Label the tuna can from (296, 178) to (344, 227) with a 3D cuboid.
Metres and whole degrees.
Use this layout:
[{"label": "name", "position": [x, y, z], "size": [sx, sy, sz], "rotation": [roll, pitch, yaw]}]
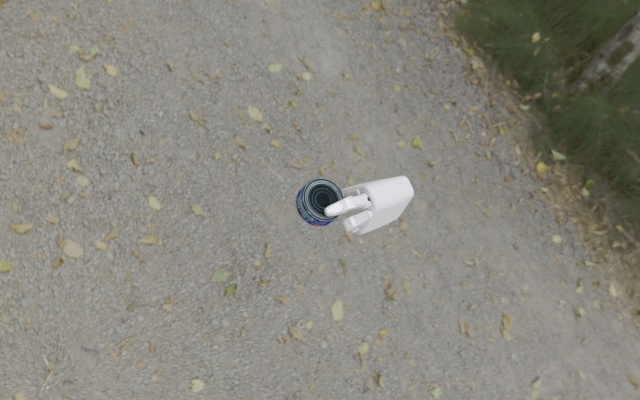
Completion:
[{"label": "tuna can", "position": [0.000, 0.003, 0.877], "size": [0.086, 0.086, 0.034], "rotation": [0, -17, -24]}]
